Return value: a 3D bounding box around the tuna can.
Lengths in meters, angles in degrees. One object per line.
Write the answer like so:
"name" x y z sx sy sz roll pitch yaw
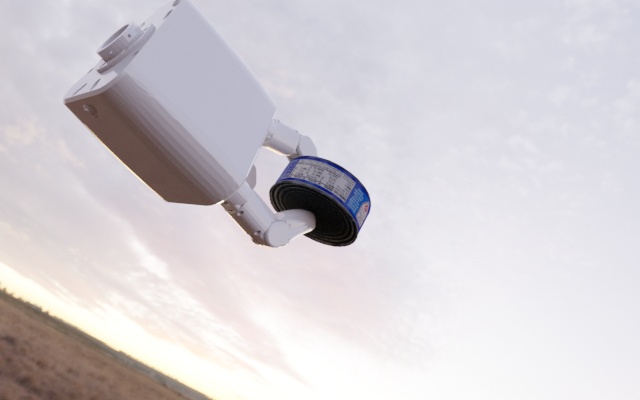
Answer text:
"tuna can" 0.000 0.001 0.417 0.086 0.033 0.086 23 -30 14
